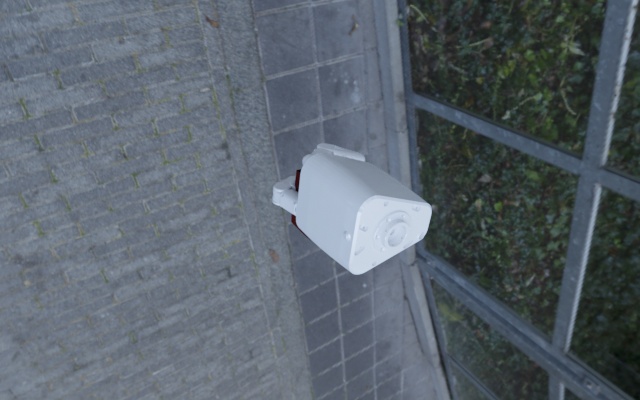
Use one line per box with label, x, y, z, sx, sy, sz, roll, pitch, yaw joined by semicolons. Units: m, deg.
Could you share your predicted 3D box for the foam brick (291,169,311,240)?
foam brick;0.000;0.002;0.599;0.053;0.078;0.051;-12;33;-32
